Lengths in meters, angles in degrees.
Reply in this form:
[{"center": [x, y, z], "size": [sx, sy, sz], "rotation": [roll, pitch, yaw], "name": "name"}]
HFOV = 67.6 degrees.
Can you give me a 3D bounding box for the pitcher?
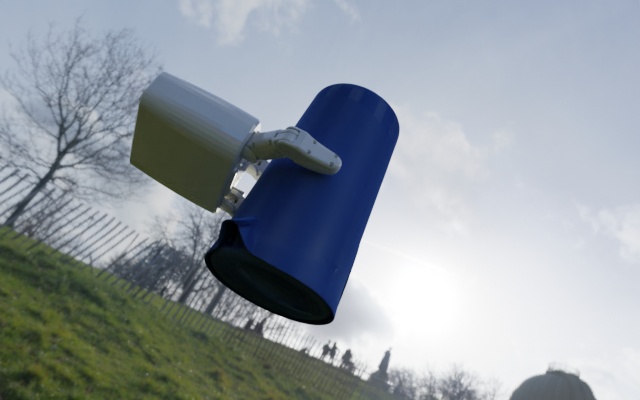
[{"center": [0.000, 0.002, 0.505], "size": [0.145, 0.242, 0.149], "rotation": [29, -29, -2], "name": "pitcher"}]
